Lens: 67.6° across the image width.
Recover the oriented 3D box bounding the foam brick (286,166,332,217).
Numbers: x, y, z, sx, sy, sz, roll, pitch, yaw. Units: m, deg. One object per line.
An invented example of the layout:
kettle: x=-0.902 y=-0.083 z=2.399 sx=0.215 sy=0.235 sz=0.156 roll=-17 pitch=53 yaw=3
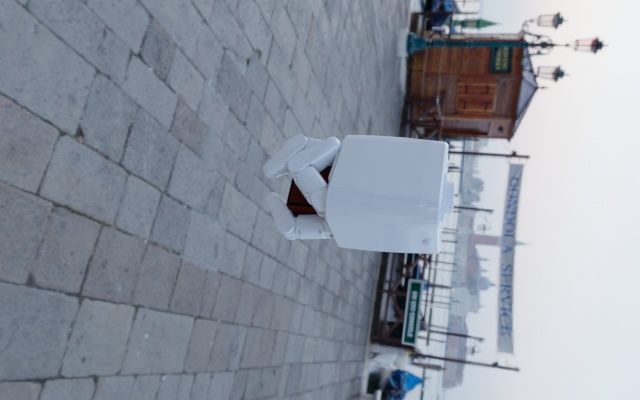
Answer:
foam brick: x=0.000 y=0.002 z=0.541 sx=0.051 sy=0.053 sz=0.078 roll=4 pitch=-26 yaw=16
